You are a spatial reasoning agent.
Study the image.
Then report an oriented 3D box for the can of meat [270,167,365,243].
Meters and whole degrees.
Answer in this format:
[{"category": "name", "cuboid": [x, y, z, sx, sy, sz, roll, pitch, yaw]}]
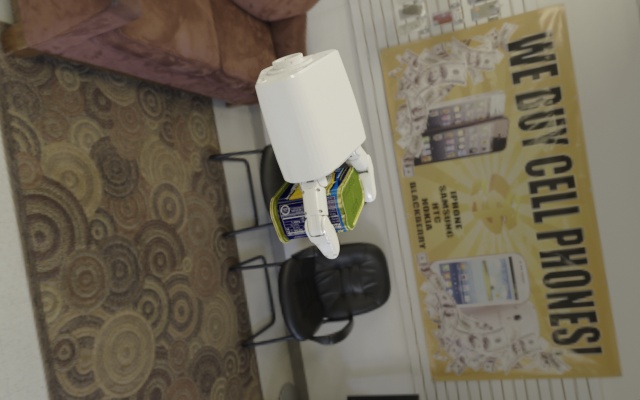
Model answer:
[{"category": "can of meat", "cuboid": [0.000, 0.002, 0.559, 0.084, 0.057, 0.102, -10, 22, 20]}]
